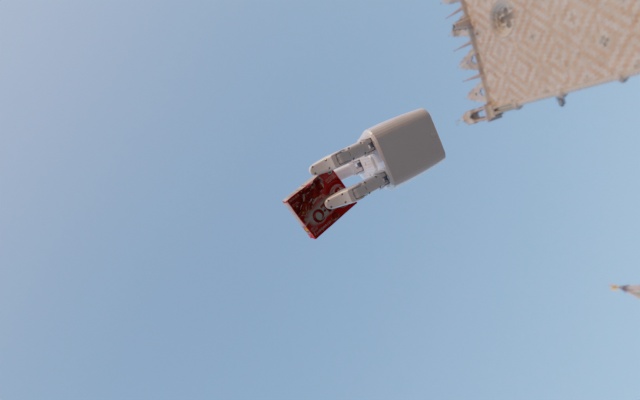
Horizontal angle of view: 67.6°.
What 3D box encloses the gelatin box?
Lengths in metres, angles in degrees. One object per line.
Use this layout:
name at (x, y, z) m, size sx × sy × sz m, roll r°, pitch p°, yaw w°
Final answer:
gelatin box at (0.000, 0.003, 0.718) m, size 0.089 × 0.073 × 0.030 m, roll -40°, pitch 12°, yaw -16°
